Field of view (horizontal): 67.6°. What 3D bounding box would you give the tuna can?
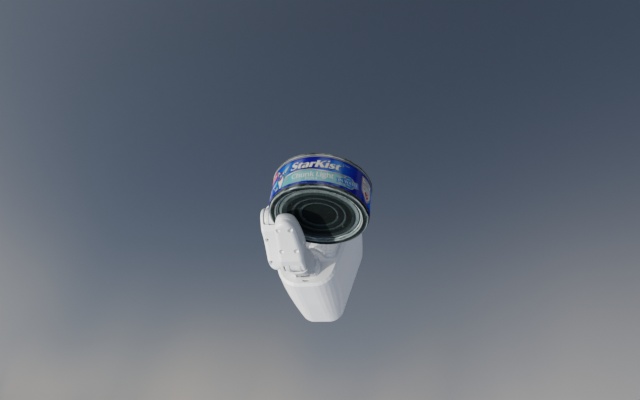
[{"bbox_3d":[0.000,0.002,0.402,0.086,0.033,0.086,5,-37,4],"label":"tuna can"}]
